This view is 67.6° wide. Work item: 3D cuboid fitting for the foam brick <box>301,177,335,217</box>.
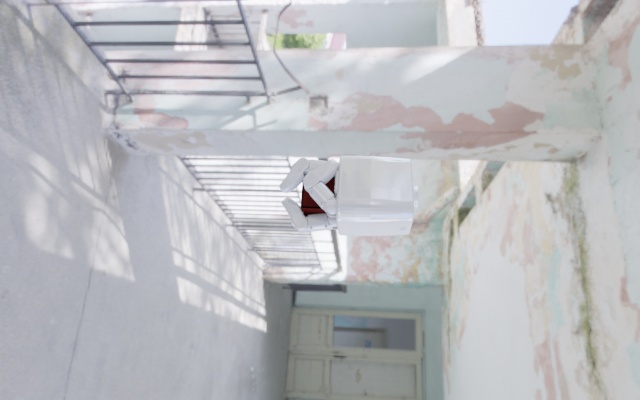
[{"bbox_3d":[0.000,0.002,0.740,0.051,0.053,0.078,1,-21,5],"label":"foam brick"}]
